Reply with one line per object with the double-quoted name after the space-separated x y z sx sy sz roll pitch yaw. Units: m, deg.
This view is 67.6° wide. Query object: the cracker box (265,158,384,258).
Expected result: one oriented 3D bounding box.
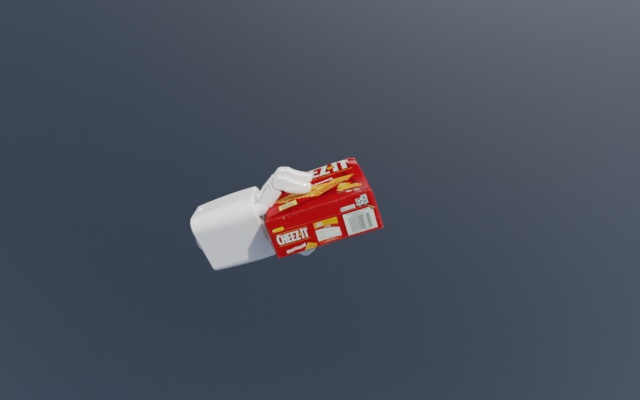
0.000 0.003 0.785 0.164 0.072 0.213 -17 18 3 "cracker box"
